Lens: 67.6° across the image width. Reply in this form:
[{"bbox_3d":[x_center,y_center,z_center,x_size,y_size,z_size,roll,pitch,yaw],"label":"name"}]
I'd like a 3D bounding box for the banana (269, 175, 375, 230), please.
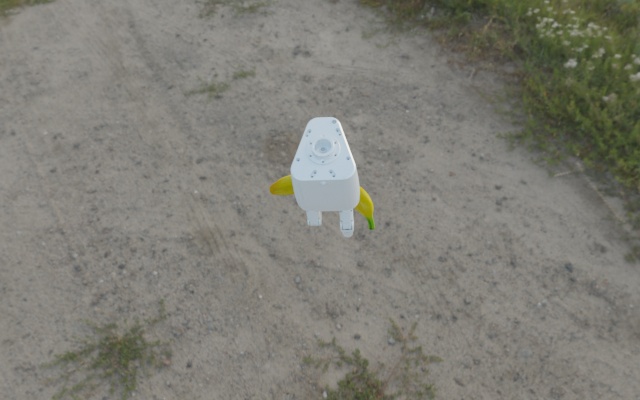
[{"bbox_3d":[0.010,-0.014,0.823,0.198,0.069,0.037,20,-2,9],"label":"banana"}]
